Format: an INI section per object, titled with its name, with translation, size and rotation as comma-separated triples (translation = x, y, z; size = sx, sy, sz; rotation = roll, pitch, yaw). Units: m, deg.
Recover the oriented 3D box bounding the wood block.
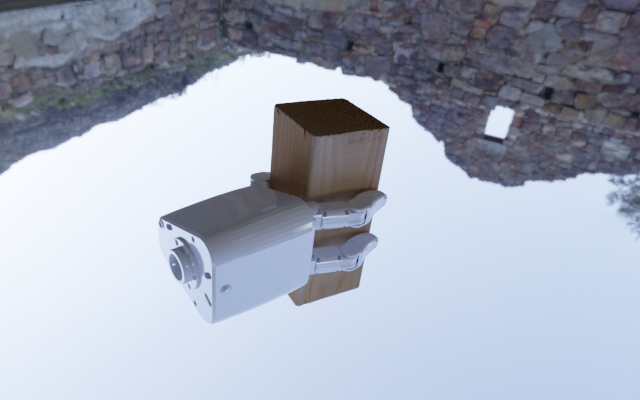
[wood block]
translation = 0.000, 0.002, 0.531
size = 0.090, 0.206, 0.090
rotation = -12, 36, -29
